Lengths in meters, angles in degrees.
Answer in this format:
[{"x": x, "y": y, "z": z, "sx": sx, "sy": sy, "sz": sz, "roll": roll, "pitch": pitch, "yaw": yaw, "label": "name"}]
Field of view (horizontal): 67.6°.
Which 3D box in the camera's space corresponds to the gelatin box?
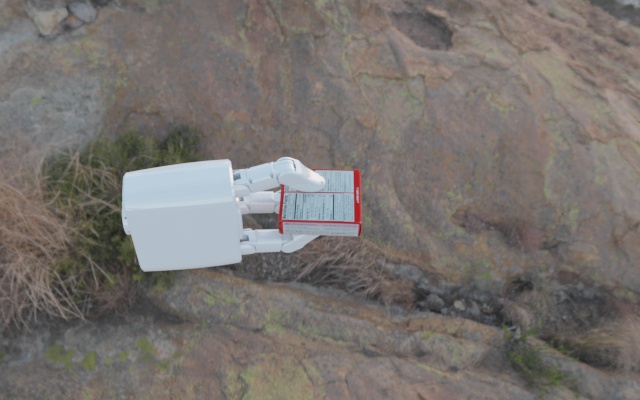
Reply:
[{"x": 0.000, "y": 0.001, "z": 0.524, "sx": 0.089, "sy": 0.073, "sz": 0.030, "roll": 1, "pitch": -37, "yaw": 1, "label": "gelatin box"}]
